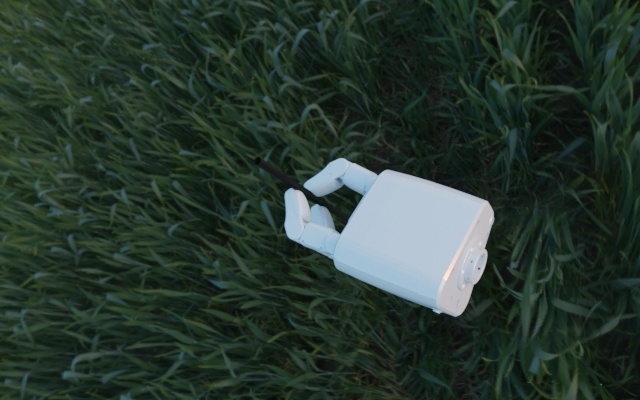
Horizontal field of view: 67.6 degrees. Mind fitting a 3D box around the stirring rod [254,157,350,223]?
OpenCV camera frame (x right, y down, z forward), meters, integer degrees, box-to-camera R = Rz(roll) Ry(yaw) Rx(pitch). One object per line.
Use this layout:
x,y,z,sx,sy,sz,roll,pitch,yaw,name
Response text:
0.000,0.002,0.534,0.011,0.011,0.240,0,-18,30,stirring rod
